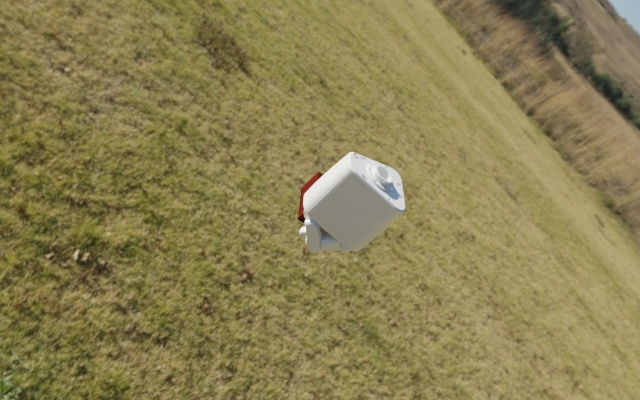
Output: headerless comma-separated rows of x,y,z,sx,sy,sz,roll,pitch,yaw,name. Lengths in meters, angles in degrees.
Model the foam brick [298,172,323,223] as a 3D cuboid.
0.000,0.002,0.785,0.053,0.078,0.051,30,-53,-23,foam brick
